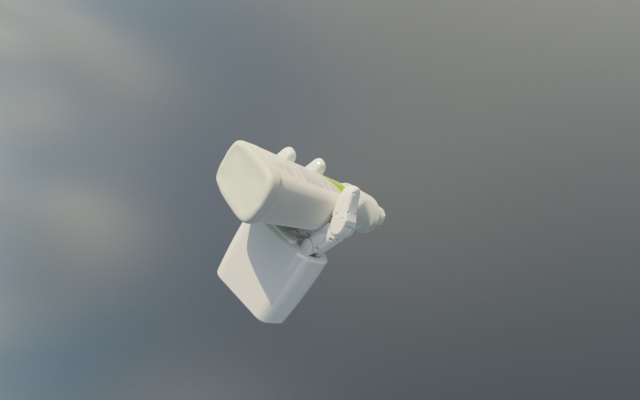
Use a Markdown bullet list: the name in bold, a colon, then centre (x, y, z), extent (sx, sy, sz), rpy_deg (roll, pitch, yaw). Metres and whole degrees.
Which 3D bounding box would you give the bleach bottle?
- **bleach bottle**: centre (0.000, 0.002, 0.593), extent (0.251, 0.068, 0.102), rpy_deg (17, 22, -44)
